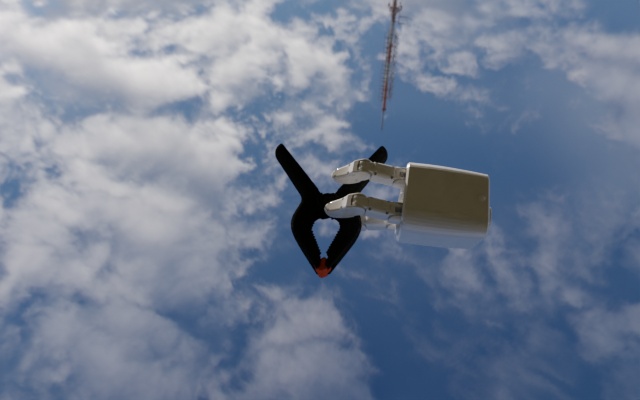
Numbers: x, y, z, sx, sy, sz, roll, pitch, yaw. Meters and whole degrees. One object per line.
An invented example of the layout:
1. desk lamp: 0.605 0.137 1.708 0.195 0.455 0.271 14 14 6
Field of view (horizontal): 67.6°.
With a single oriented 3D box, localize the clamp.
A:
1. clamp: 0.000 0.003 0.661 0.164 0.209 0.036 7 -30 9
